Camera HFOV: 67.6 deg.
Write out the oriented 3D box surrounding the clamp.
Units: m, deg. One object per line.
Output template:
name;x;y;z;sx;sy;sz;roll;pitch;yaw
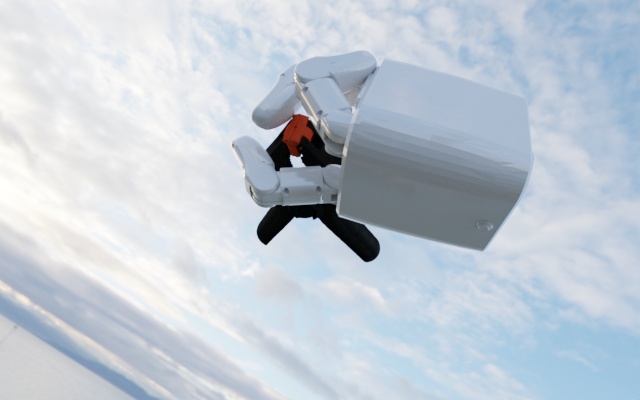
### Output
clamp;0.000;0.001;0.405;0.120;0.039;0.172;8;-32;2
